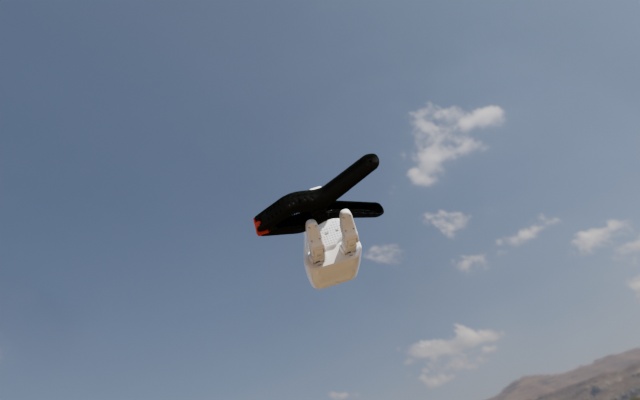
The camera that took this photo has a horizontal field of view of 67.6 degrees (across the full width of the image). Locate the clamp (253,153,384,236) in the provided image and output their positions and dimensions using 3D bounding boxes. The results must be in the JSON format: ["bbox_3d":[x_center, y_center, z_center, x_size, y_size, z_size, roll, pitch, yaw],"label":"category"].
[{"bbox_3d":[-0.001,0.002,0.719,0.210,0.036,0.165,-15,-31,-6],"label":"clamp"}]
